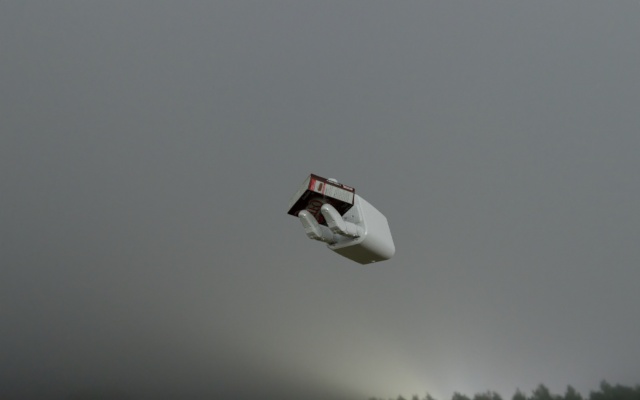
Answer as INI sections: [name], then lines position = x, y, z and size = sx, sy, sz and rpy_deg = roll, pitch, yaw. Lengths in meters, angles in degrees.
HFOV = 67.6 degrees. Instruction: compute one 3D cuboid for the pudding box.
[pudding box]
position = 0.000, 0.003, 0.868
size = 0.090, 0.039, 0.113
rpy_deg = 18, -32, -15
